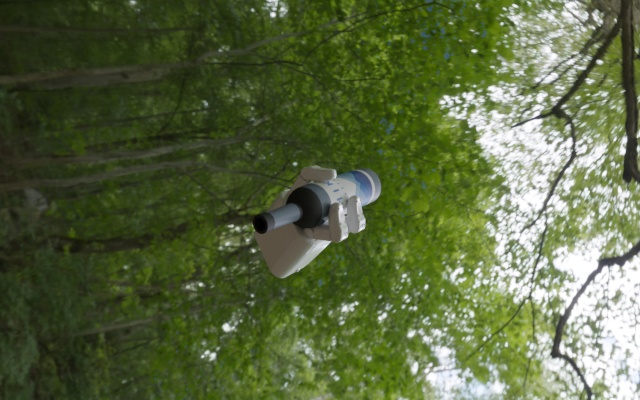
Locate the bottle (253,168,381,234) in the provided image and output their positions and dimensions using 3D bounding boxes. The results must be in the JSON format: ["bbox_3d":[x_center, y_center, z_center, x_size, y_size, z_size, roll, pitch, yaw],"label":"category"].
[{"bbox_3d":[0.000,0.002,0.763,0.069,0.069,0.295,0,12,35],"label":"bottle"}]
